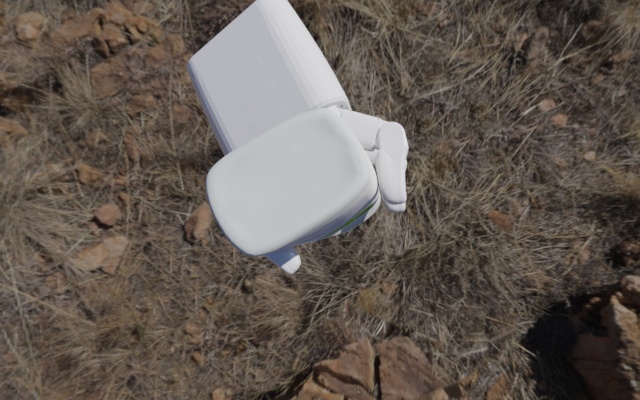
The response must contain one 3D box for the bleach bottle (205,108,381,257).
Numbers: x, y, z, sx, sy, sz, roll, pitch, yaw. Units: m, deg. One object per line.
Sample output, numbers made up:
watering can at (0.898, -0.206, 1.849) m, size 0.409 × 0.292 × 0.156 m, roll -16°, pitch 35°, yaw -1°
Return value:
bleach bottle at (0.000, 0.001, 0.403) m, size 0.102 × 0.068 × 0.251 m, roll -30°, pitch -10°, yaw 5°
